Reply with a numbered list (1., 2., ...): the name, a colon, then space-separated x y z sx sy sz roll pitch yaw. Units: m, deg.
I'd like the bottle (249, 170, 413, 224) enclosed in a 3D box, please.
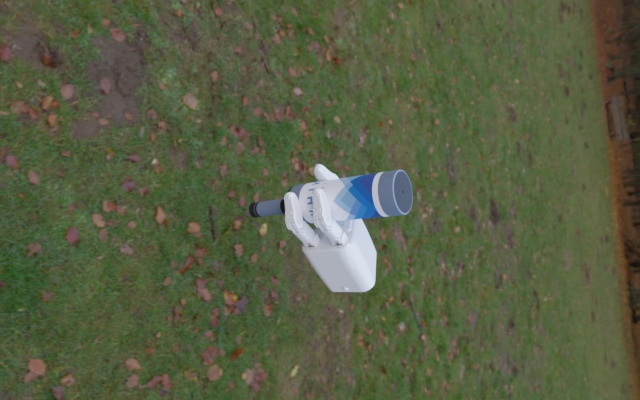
1. bottle: 0.000 0.002 0.778 0.296 0.069 0.069 -7 -4 34
